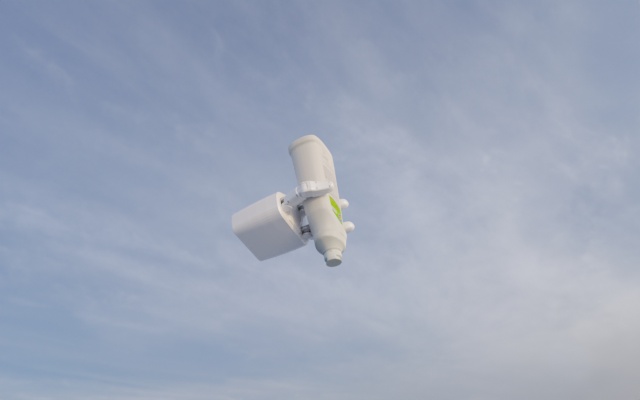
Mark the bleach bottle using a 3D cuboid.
[{"bbox_3d":[0.000,0.003,0.880,0.068,0.250,0.103,-24,-38,18],"label":"bleach bottle"}]
